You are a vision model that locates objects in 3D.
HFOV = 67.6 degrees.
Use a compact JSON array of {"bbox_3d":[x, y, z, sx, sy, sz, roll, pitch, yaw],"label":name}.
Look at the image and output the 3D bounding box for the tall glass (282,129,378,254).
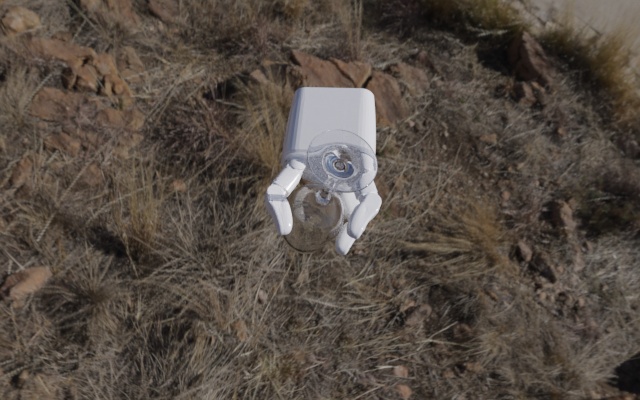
[{"bbox_3d":[0.000,0.002,0.570,0.079,0.079,0.201,0,-26,-15],"label":"tall glass"}]
